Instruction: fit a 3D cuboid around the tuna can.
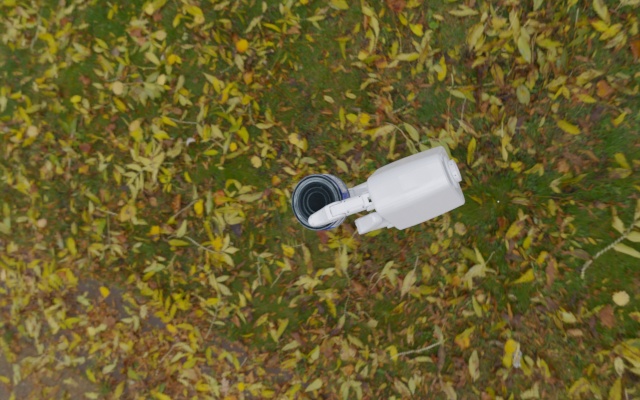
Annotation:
[{"bbox_3d":[0.000,0.002,0.716,0.086,0.086,0.034,0,2,26],"label":"tuna can"}]
